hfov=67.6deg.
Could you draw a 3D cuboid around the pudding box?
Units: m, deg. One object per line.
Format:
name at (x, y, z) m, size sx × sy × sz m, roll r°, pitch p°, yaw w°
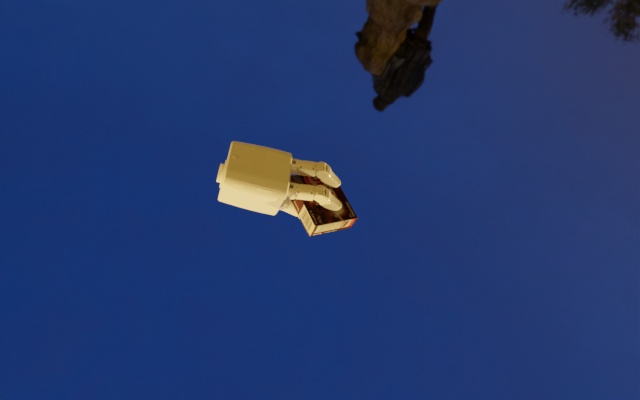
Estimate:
pudding box at (0.000, 0.003, 0.846) m, size 0.090 × 0.113 × 0.039 m, roll -10°, pitch -30°, yaw -31°
